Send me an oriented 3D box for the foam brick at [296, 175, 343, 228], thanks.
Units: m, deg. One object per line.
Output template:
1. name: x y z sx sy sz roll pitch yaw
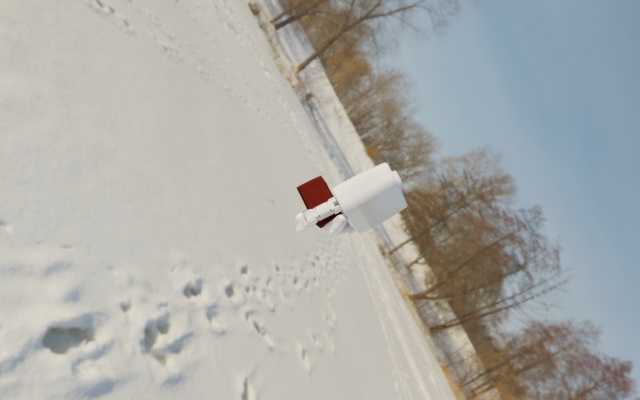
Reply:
1. foam brick: 0.000 0.003 0.878 0.051 0.078 0.053 -29 -20 6
